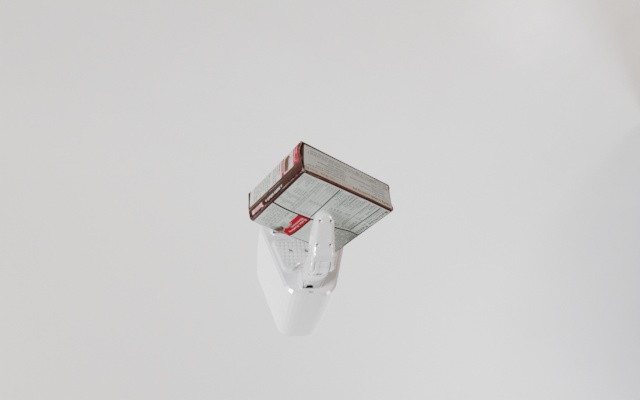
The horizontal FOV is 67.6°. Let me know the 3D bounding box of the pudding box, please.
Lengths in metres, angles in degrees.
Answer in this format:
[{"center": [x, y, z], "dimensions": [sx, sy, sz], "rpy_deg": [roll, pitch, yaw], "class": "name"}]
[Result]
[{"center": [0.000, 0.002, 0.465], "dimensions": [0.113, 0.039, 0.090], "rpy_deg": [22, -47, -33], "class": "pudding box"}]
